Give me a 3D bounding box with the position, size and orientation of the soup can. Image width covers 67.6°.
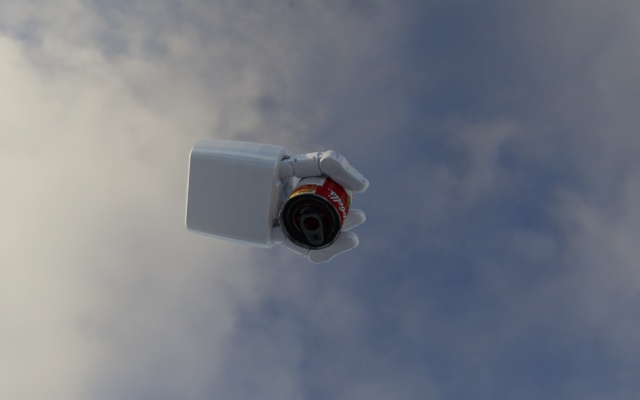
[{"bbox_3d":[0.001,0.002,0.547,0.068,0.068,0.102,0,25,15],"label":"soup can"}]
